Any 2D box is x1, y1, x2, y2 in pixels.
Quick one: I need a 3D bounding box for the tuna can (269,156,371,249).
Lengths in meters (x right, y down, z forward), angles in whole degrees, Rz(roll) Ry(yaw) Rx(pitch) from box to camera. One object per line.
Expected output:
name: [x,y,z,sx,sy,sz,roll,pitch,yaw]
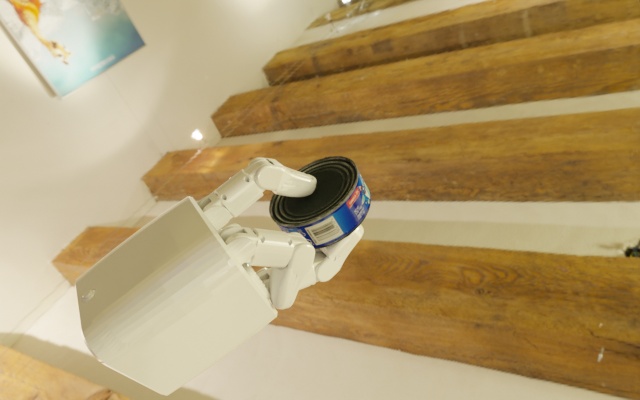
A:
tuna can: [0.000,0.002,0.419,0.086,0.034,0.086,-22,35,16]
